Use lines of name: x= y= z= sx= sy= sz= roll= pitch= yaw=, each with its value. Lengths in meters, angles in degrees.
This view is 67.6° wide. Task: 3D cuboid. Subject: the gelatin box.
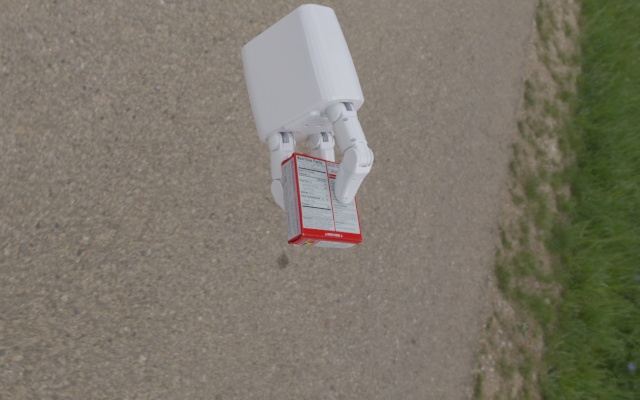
gelatin box: x=0.000 y=0.002 z=0.481 sx=0.073 sy=0.089 sz=0.030 roll=9 pitch=-27 yaw=-35
